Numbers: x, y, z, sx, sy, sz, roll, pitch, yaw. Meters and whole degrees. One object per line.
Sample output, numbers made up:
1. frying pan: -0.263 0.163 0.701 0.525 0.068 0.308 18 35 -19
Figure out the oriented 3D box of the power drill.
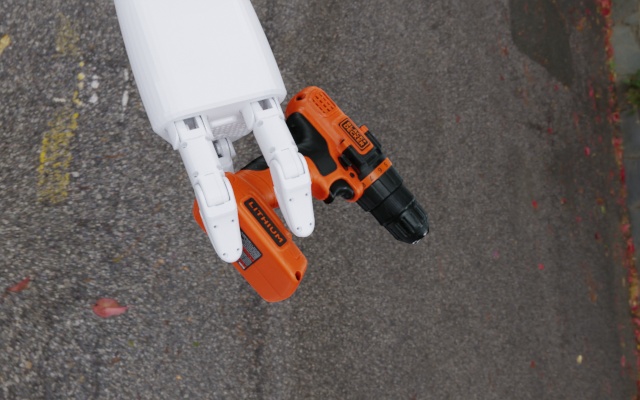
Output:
1. power drill: 0.000 0.001 0.417 0.187 0.184 0.057 -41 -1 -44
